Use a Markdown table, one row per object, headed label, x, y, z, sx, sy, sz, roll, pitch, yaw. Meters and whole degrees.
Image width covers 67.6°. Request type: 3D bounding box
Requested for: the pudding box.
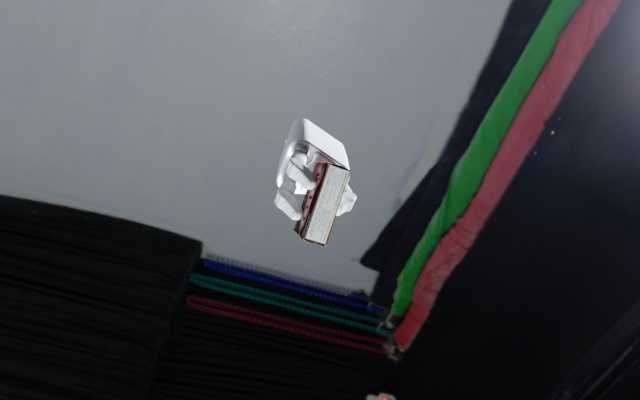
| label | x | y | z | sx | sy | sz | roll | pitch | yaw |
| --- | --- | --- | --- | --- | --- | --- | --- | --- | --- |
| pudding box | 0.000 | 0.002 | 0.683 | 0.039 | 0.113 | 0.090 | 16 | 1 | -11 |
